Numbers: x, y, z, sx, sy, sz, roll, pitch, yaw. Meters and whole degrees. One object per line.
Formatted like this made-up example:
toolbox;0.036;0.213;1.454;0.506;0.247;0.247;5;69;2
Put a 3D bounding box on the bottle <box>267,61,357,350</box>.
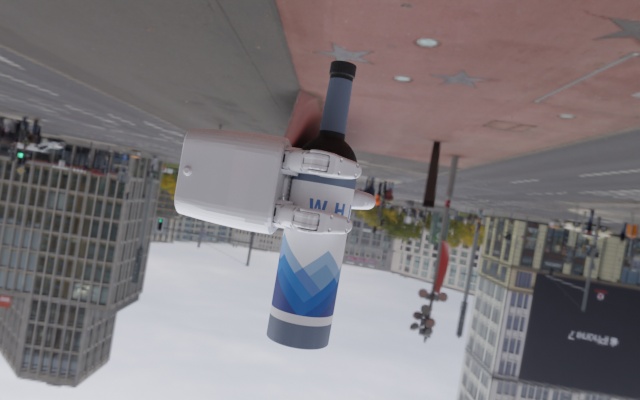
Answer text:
bottle;0.000;0.002;0.504;0.069;0.295;0.069;10;1;0
